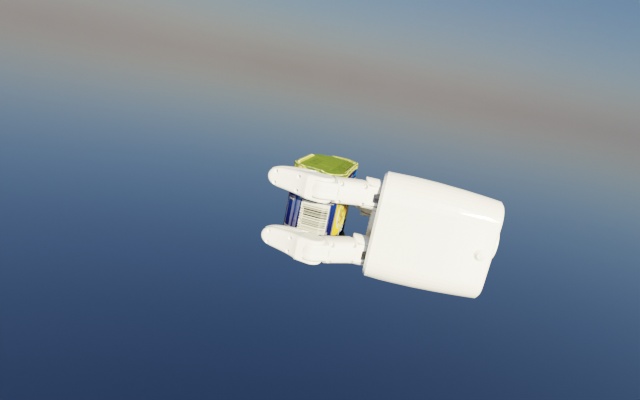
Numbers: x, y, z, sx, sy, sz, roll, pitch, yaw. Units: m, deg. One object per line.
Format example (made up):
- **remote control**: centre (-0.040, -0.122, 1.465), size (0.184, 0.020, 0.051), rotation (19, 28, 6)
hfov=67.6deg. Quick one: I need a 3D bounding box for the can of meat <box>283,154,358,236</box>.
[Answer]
- **can of meat**: centre (0.000, 0.001, 0.480), size (0.057, 0.084, 0.102), rotation (14, 15, 9)
